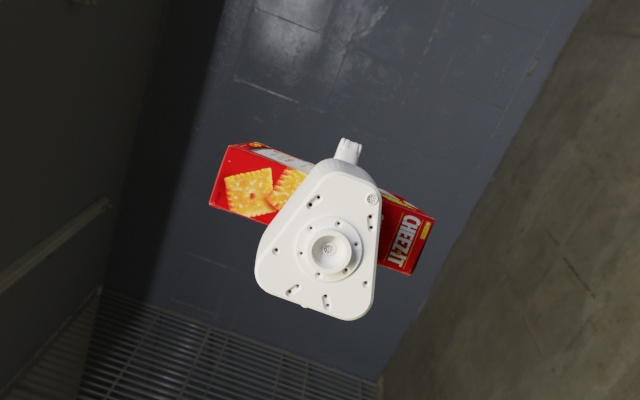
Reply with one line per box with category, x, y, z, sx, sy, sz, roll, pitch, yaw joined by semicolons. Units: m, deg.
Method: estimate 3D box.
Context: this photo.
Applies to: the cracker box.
cracker box;0.000;0.002;0.540;0.214;0.072;0.164;21;7;-4
